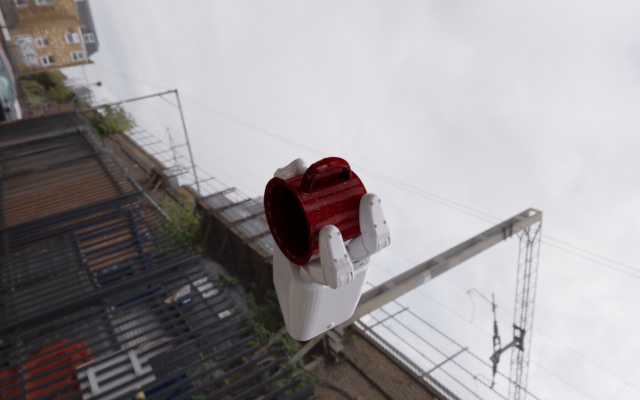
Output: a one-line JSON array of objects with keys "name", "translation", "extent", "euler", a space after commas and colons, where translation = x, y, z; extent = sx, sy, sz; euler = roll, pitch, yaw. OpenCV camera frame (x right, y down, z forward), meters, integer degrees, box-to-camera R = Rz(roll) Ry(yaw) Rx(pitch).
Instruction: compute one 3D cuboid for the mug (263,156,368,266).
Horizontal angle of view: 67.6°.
[{"name": "mug", "translation": [0.000, 0.000, 0.491], "extent": [0.081, 0.117, 0.093], "euler": [-19, 51, -30]}]
